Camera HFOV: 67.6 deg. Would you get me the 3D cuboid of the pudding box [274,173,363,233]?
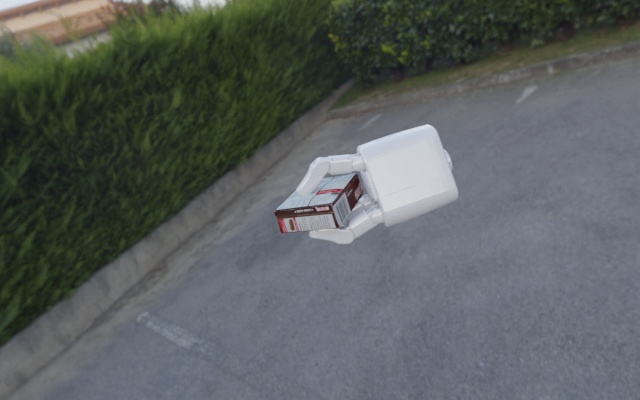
[{"bbox_3d":[0.000,0.002,0.667,0.090,0.039,0.113,-8,20,26],"label":"pudding box"}]
